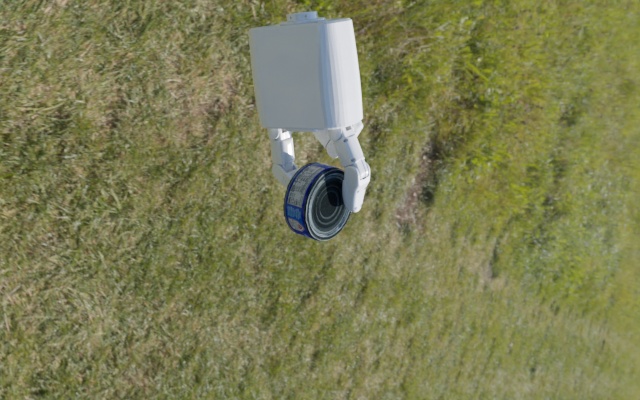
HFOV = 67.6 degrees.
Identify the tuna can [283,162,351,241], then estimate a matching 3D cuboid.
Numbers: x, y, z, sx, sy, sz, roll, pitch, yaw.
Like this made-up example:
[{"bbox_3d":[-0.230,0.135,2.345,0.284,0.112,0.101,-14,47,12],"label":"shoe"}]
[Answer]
[{"bbox_3d":[0.001,0.002,0.539,0.033,0.086,0.086,17,11,39],"label":"tuna can"}]
